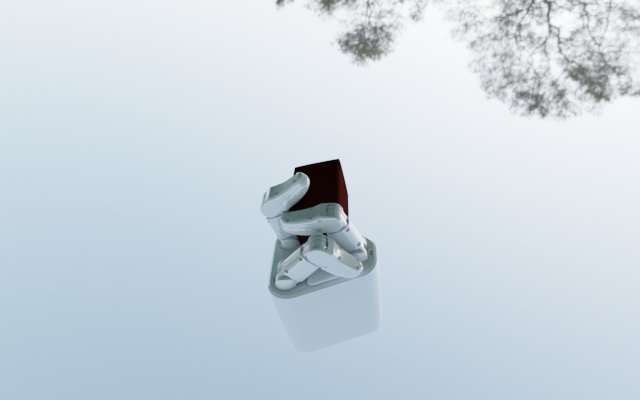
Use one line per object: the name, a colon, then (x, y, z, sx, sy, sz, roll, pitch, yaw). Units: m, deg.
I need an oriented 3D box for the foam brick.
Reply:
foam brick: (0.000, 0.001, 0.509, 0.053, 0.051, 0.078, -9, 39, 11)
